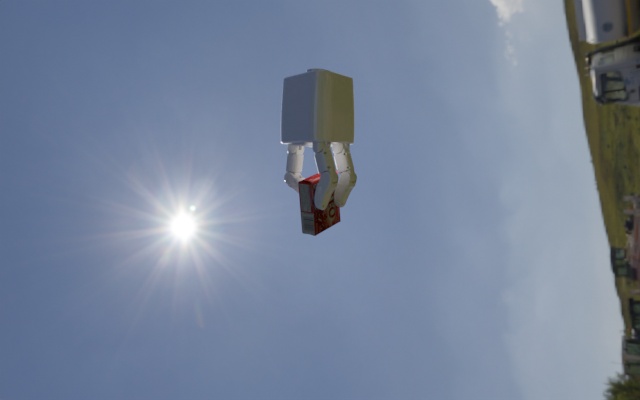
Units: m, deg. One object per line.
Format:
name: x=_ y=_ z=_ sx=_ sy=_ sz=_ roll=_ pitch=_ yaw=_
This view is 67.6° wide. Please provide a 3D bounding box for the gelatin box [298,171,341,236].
gelatin box: x=0.000 y=0.003 z=0.763 sx=0.030 sy=0.089 sz=0.073 roll=9 pitch=21 yaw=34
